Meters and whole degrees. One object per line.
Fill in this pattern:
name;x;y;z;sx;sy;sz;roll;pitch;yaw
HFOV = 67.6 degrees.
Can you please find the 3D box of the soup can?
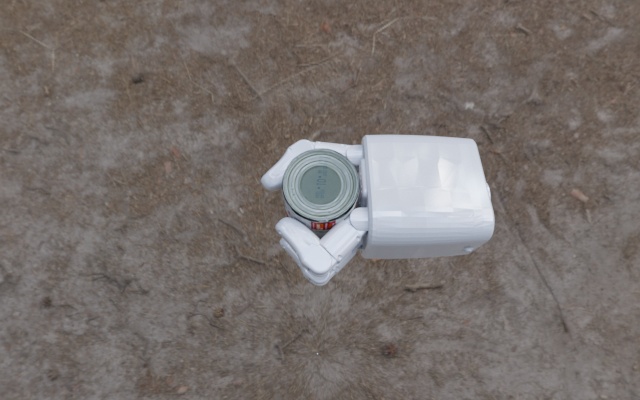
soup can;0.000;0.001;0.447;0.068;0.068;0.102;0;-18;-1
